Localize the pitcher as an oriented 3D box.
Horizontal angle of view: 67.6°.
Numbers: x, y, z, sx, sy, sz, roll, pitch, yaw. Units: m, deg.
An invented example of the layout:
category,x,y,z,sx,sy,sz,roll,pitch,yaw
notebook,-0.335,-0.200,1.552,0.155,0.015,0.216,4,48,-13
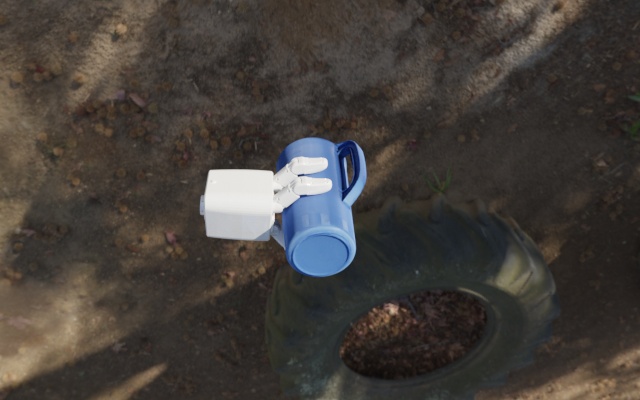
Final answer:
category,x,y,z,sx,sy,sz,roll,pitch,yaw
pitcher,0.000,0.003,0.810,0.145,0.149,0.242,4,38,-9
